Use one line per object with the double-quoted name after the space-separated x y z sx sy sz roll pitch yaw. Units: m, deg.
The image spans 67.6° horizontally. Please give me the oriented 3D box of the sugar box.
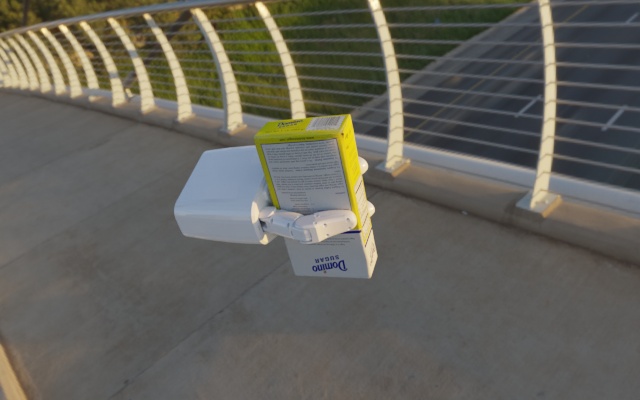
0.000 0.001 0.504 0.093 0.176 0.048 -1 35 20 "sugar box"
